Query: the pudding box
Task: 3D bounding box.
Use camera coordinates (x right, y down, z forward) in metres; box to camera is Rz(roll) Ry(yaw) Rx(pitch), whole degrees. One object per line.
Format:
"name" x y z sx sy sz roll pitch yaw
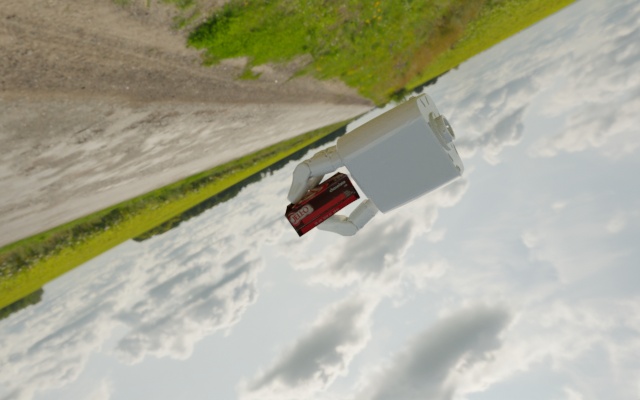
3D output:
"pudding box" 0.000 0.002 0.620 0.090 0.039 0.113 -32 4 0
